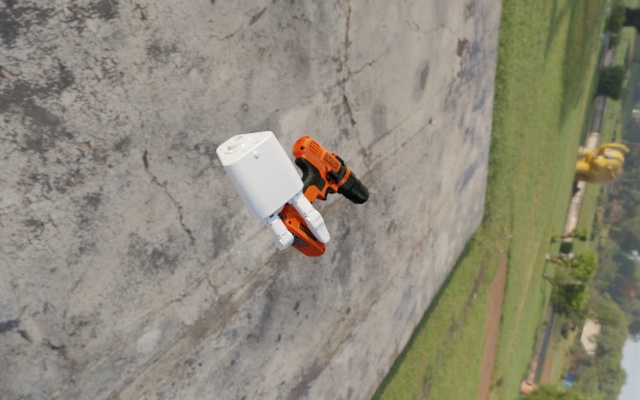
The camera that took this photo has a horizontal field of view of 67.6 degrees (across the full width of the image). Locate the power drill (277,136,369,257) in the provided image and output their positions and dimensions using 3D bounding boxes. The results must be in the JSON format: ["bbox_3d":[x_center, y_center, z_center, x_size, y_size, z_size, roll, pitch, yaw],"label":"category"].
[{"bbox_3d":[0.000,0.003,0.854,0.184,0.187,0.057,38,-33,-25],"label":"power drill"}]
